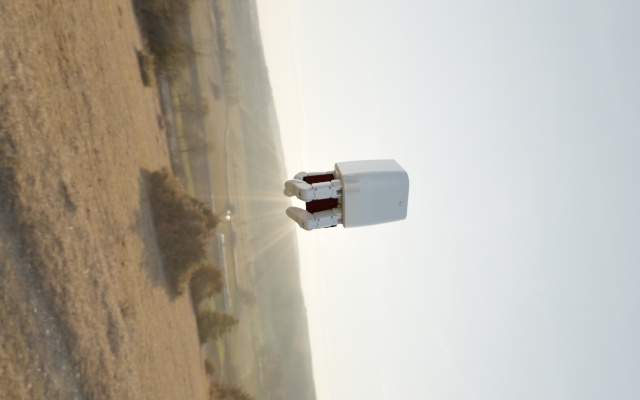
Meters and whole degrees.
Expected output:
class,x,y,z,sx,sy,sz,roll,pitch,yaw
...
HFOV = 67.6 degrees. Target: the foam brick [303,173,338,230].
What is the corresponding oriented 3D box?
class,x,y,z,sx,sy,sz,roll,pitch,yaw
foam brick,0.000,0.003,0.796,0.051,0.078,0.053,-6,37,-4
